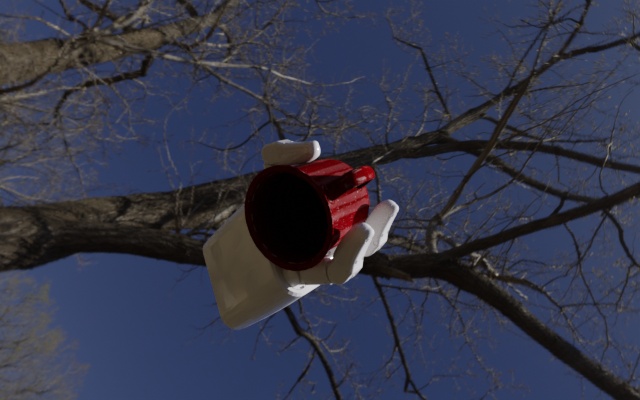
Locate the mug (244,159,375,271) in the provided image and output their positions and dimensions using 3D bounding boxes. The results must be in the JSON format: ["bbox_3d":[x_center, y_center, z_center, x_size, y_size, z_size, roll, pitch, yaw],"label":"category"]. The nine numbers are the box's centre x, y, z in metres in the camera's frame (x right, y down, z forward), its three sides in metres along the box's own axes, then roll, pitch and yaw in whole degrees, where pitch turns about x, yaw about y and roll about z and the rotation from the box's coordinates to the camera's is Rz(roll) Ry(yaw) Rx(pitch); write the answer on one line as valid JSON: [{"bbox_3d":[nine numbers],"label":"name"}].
[{"bbox_3d":[0.001,0.001,0.429,0.117,0.093,0.081,-37,-8,35],"label":"mug"}]
